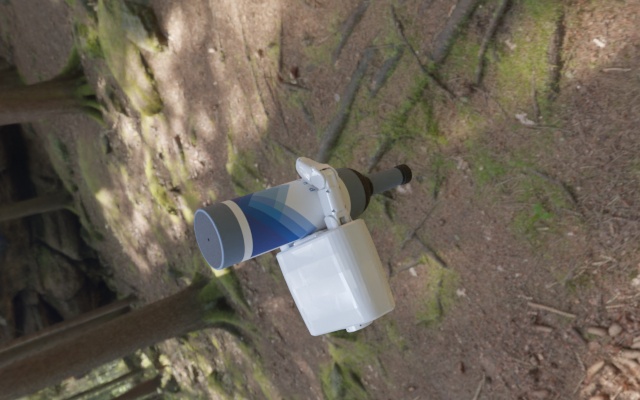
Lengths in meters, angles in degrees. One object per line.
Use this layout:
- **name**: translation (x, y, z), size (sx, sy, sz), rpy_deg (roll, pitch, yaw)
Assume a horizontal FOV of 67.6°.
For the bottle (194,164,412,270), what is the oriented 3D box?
- **bottle**: translation (0.000, 0.002, 0.572), size (0.295, 0.069, 0.069), rpy_deg (-18, 11, -34)
